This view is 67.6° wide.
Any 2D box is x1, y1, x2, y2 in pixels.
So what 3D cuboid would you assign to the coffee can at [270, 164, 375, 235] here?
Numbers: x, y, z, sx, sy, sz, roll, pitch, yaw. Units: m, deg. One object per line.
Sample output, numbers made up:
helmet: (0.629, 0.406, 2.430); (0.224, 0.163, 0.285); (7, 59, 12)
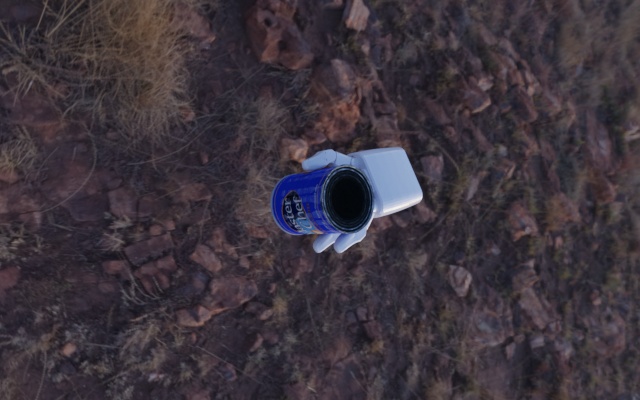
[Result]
coffee can: (0.000, 0.002, 0.752); (0.103, 0.103, 0.140); (0, -4, -37)
